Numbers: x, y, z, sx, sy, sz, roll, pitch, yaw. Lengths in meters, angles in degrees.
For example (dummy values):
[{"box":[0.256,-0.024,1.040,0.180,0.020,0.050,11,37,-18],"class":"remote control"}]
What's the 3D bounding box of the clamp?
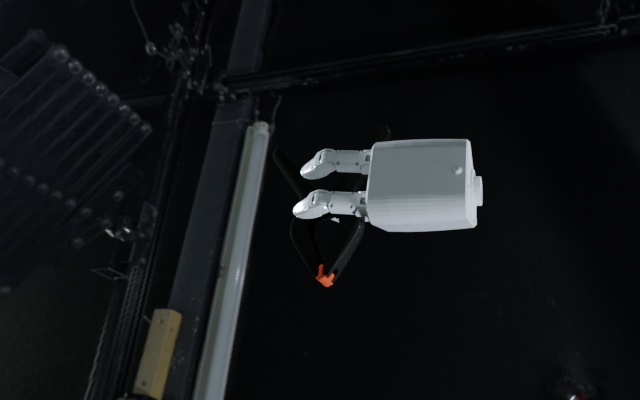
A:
[{"box":[0.001,0.003,0.595,0.164,0.210,0.036,-3,-28,25],"class":"clamp"}]
